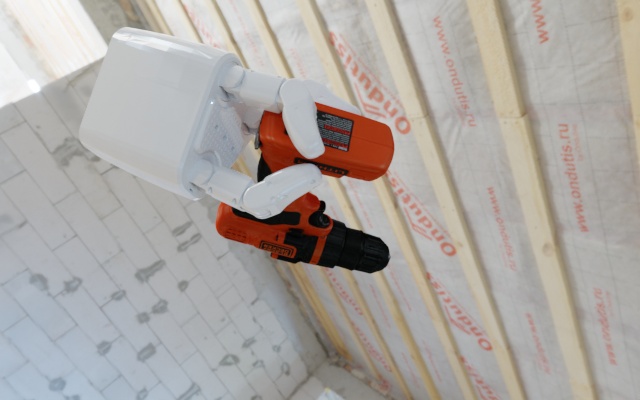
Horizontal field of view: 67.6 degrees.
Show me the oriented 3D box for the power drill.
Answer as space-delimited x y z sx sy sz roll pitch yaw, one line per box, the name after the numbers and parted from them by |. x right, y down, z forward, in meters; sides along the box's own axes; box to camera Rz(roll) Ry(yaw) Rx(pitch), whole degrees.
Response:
0.000 0.001 0.438 0.184 0.057 0.188 14 -37 -7 | power drill
